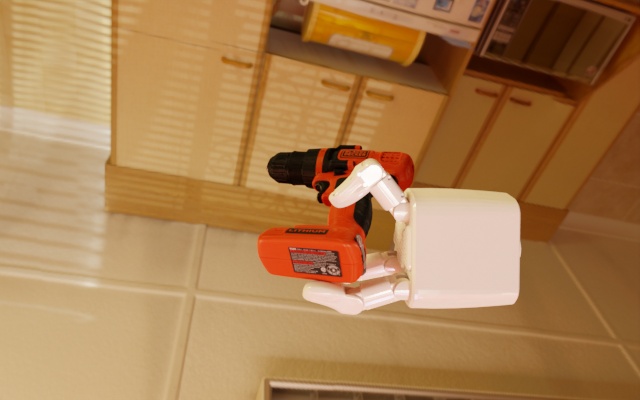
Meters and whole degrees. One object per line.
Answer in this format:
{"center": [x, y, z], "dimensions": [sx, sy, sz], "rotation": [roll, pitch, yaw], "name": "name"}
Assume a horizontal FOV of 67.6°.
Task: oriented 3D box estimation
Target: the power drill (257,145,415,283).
{"center": [0.000, 0.002, 0.528], "dimensions": [0.184, 0.057, 0.187], "rotation": [2, 39, 21], "name": "power drill"}
